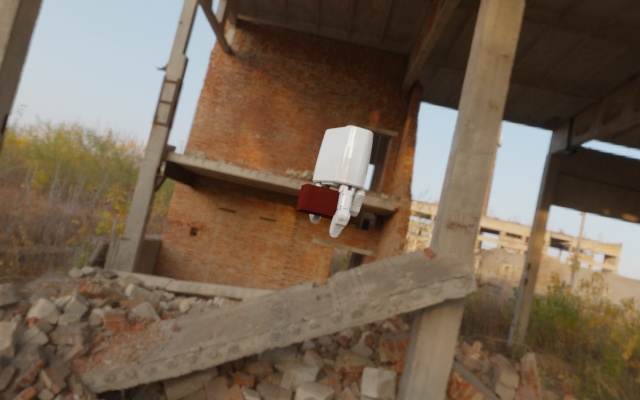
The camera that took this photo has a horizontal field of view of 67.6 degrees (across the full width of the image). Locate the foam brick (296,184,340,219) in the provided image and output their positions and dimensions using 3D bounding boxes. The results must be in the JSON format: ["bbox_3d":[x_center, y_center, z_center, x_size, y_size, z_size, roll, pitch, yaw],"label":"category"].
[{"bbox_3d":[0.000,0.003,0.881,0.078,0.051,0.053,13,-4,-15],"label":"foam brick"}]
